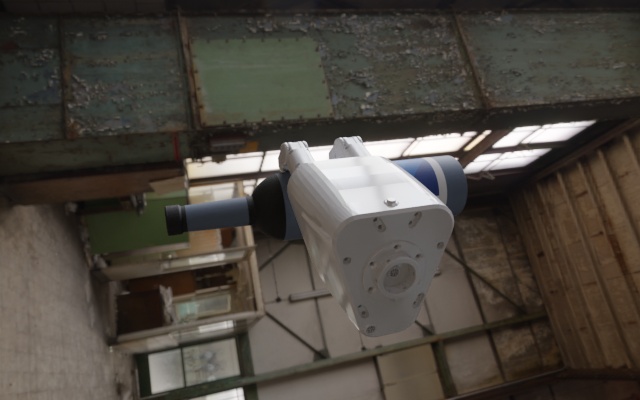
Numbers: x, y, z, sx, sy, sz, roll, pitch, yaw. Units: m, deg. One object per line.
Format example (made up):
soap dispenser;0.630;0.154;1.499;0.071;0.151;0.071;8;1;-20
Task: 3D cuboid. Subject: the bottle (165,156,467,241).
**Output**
bottle;0.000;0.002;0.475;0.296;0.069;0.069;-7;2;-17
